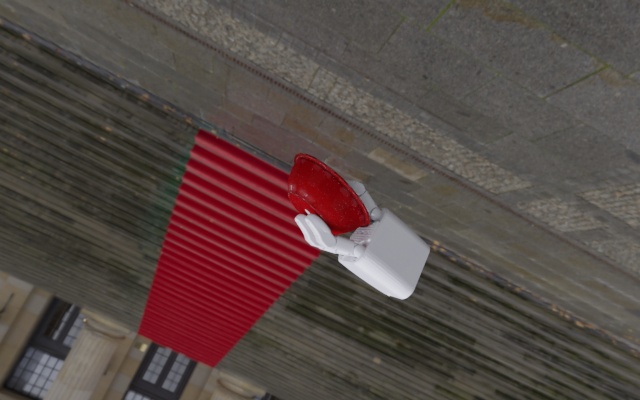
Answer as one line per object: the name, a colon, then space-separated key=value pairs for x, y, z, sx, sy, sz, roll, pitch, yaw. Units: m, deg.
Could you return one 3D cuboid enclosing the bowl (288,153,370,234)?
bowl: x=-0.001 y=0.002 z=0.755 sx=0.055 sy=0.162 sz=0.162 roll=-45 pitch=15 yaw=-16
